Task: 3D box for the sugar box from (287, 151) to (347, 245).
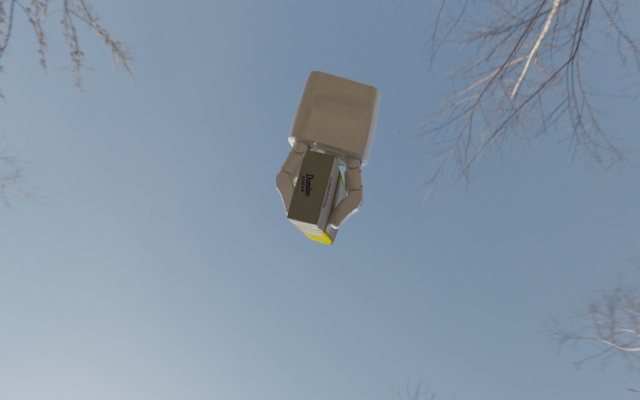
[{"bbox_3d":[0.000,0.002,0.666,0.048,0.093,0.176,12,-11,13],"label":"sugar box"}]
